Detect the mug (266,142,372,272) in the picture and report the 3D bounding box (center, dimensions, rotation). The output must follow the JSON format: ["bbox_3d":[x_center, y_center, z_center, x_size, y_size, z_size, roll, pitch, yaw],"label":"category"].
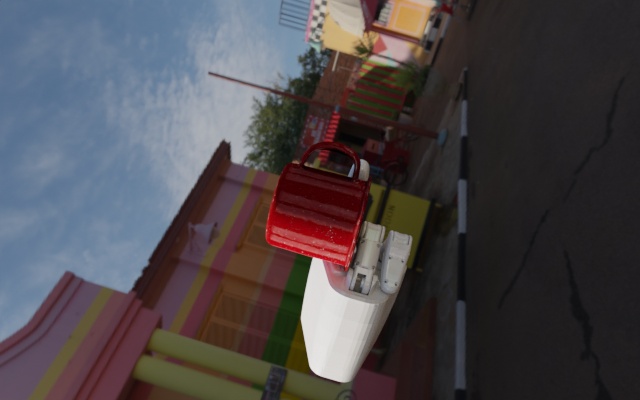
[{"bbox_3d":[0.000,0.000,0.448,0.081,0.117,0.093,15,22,2],"label":"mug"}]
